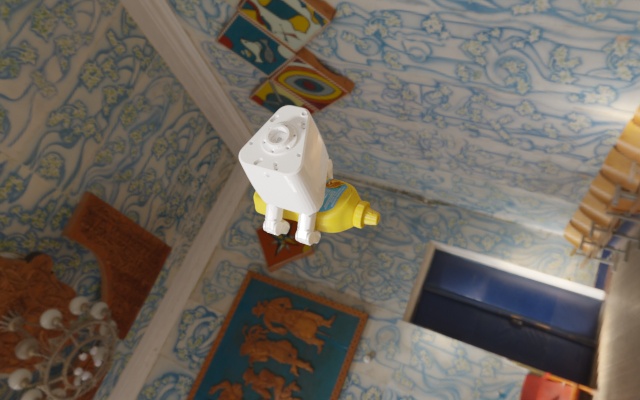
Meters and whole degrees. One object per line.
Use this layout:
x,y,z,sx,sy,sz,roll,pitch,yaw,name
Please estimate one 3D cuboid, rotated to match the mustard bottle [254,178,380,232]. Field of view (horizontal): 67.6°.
0.000,0.003,0.742,0.191,0.058,0.096,16,43,21,mustard bottle
